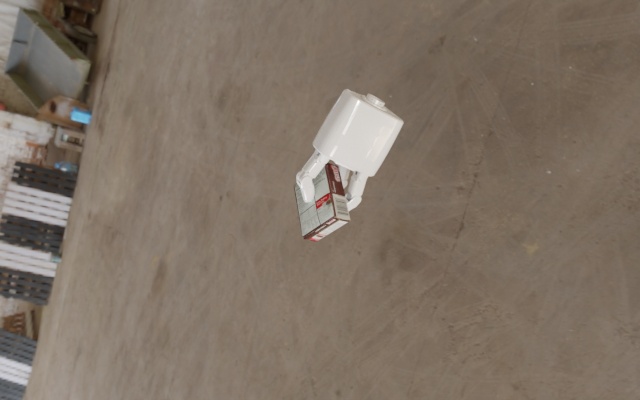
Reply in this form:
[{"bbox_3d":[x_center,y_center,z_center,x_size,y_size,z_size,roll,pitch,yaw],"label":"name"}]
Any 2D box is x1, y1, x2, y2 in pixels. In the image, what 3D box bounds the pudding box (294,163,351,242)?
[{"bbox_3d":[0.000,0.003,0.836,0.039,0.113,0.090,16,-38,-38],"label":"pudding box"}]
